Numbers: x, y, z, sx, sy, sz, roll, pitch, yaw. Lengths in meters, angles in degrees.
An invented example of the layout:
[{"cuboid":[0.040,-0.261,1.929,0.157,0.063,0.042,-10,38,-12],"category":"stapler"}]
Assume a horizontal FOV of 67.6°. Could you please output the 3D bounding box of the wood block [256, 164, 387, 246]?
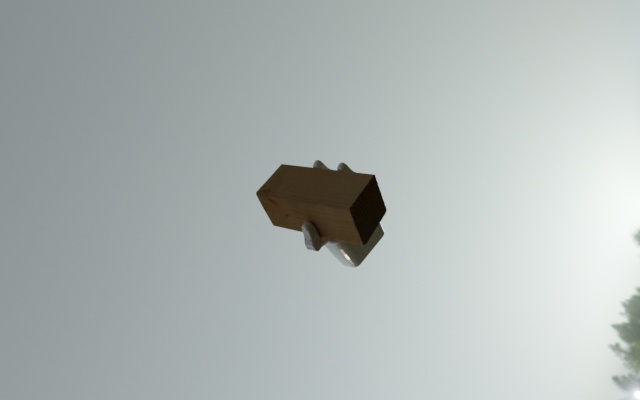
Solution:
[{"cuboid":[0.000,0.003,0.856,0.206,0.090,0.090,9,48,36],"category":"wood block"}]
